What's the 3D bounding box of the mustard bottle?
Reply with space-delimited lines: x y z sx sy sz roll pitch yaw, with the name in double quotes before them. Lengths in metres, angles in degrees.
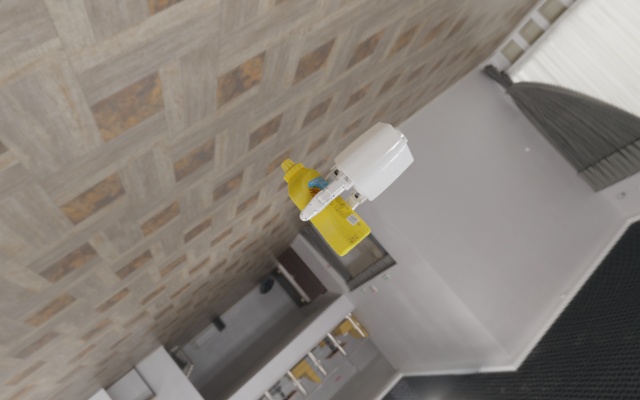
"mustard bottle" 0.000 0.003 0.826 0.058 0.191 0.096 -45 -8 29
